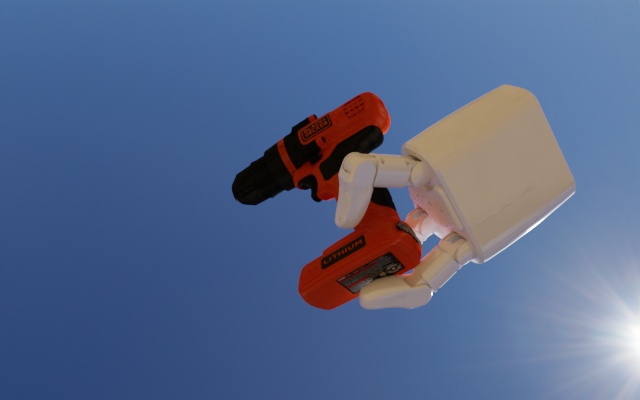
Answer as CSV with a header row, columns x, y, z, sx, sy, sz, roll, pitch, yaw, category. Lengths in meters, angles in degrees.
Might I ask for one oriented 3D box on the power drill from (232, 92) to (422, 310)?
x,y,z,sx,sy,sz,roll,pitch,yaw,category
0.000,0.002,0.447,0.184,0.187,0.057,-31,-39,17,power drill
